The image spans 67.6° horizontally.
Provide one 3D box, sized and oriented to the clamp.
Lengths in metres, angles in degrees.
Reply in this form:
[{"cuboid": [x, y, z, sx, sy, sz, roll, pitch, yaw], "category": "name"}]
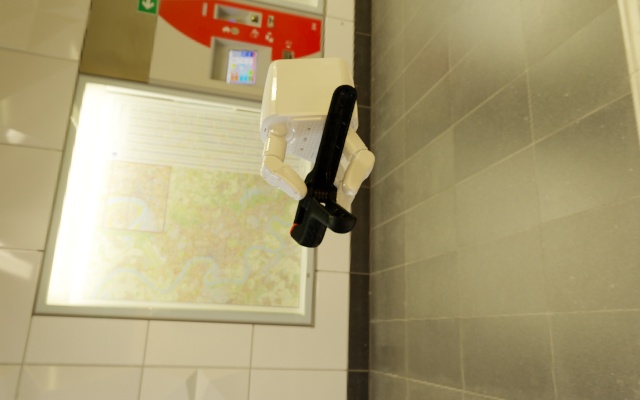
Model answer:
[{"cuboid": [-0.001, 0.002, 0.526, 0.036, 0.164, 0.210, 10, -37, -11], "category": "clamp"}]
